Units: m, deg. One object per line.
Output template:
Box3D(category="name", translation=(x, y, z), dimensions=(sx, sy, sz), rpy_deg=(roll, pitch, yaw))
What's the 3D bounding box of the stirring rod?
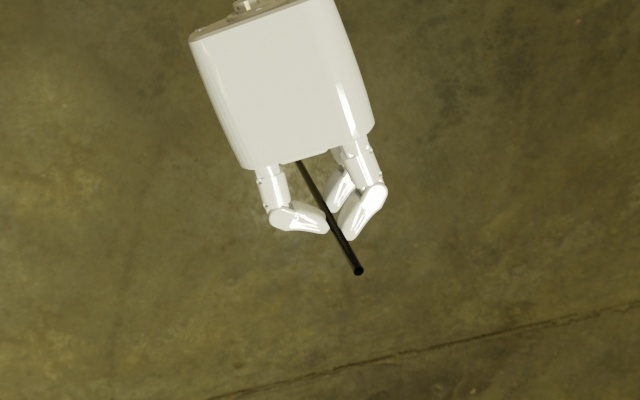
Box3D(category="stirring rod", translation=(0.000, 0.001, 0.456), dimensions=(0.011, 0.011, 0.239), rpy_deg=(0, 25, -15))
